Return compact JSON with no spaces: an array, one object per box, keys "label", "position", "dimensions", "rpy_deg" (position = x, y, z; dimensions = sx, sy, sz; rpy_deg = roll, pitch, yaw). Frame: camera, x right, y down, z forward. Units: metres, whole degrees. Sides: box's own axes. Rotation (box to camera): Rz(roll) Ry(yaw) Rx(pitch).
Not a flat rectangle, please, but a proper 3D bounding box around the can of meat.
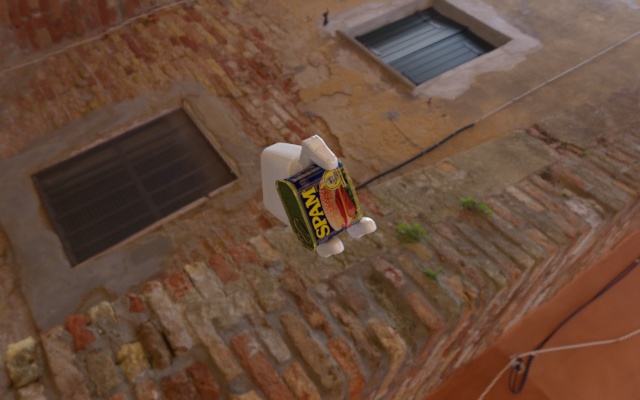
[{"label":"can of meat","position":[0.000,0.002,0.634],"dimensions":[0.084,0.102,0.057],"rpy_deg":[-28,22,-22]}]
